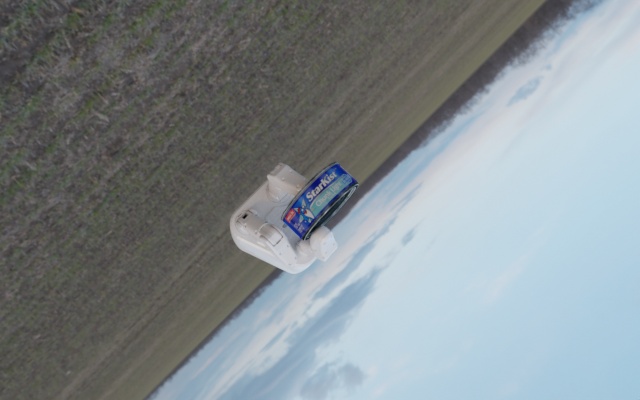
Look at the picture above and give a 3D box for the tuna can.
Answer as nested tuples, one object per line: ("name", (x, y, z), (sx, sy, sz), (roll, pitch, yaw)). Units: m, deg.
("tuna can", (0.000, 0.002, 0.501), (0.034, 0.086, 0.086), (44, 7, 8))
